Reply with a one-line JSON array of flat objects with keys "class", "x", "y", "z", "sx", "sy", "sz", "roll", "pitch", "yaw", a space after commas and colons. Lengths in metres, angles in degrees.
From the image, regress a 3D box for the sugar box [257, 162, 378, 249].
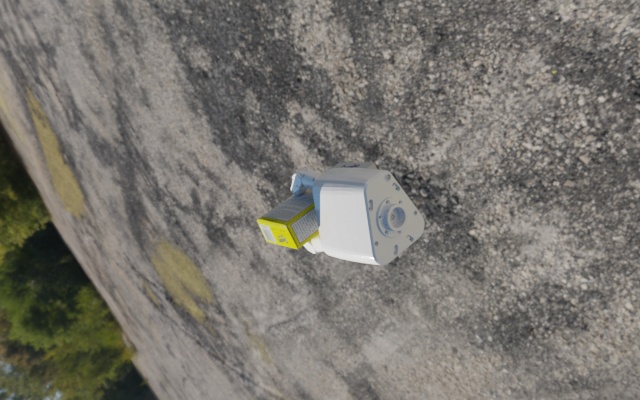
[{"class": "sugar box", "x": 0.000, "y": 0.003, "z": 0.707, "sx": 0.176, "sy": 0.048, "sz": 0.093, "roll": -33, "pitch": 21, "yaw": -28}]
